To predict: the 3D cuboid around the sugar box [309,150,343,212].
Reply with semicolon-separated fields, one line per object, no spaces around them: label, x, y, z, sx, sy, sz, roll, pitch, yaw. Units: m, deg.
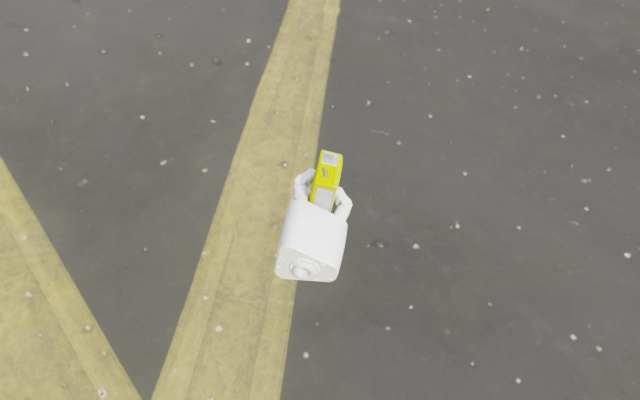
sugar box;0.000;0.003;0.885;0.048;0.093;0.176;14;-44;-3
